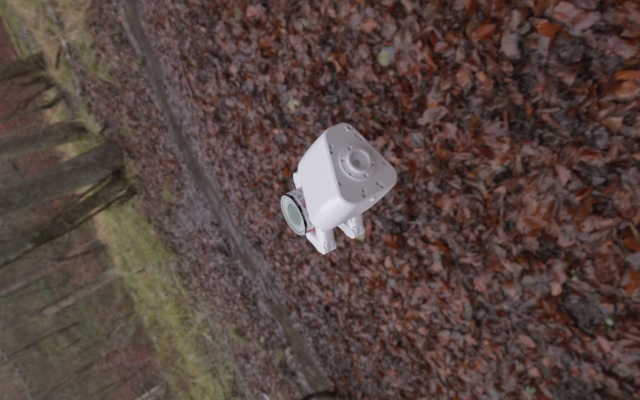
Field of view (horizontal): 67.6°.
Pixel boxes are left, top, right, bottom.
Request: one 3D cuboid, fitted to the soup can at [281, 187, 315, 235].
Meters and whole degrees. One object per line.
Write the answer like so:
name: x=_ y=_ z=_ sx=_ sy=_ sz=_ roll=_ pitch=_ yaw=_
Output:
soup can: x=0.000 y=0.003 z=0.722 sx=0.102 sy=0.068 sz=0.068 roll=-26 pitch=12 yaw=-25
